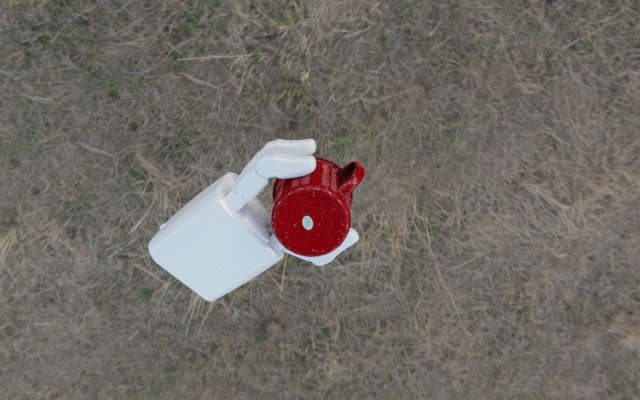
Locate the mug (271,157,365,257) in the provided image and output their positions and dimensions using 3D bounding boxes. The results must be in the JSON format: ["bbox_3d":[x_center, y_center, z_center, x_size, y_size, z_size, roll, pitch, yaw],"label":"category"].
[{"bbox_3d":[0.001,0.001,0.511,0.117,0.093,0.081,-36,17,14],"label":"mug"}]
